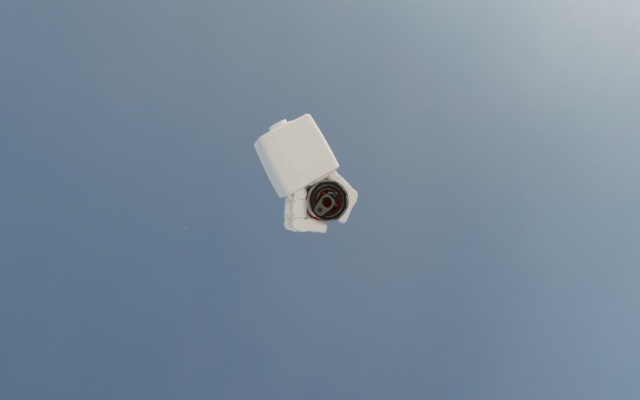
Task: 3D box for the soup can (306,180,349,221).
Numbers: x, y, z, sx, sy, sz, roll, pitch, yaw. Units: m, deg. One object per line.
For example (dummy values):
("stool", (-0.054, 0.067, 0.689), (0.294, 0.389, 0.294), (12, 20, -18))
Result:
("soup can", (0.000, 0.003, 0.819), (0.068, 0.068, 0.102), (0, -3, -16))
